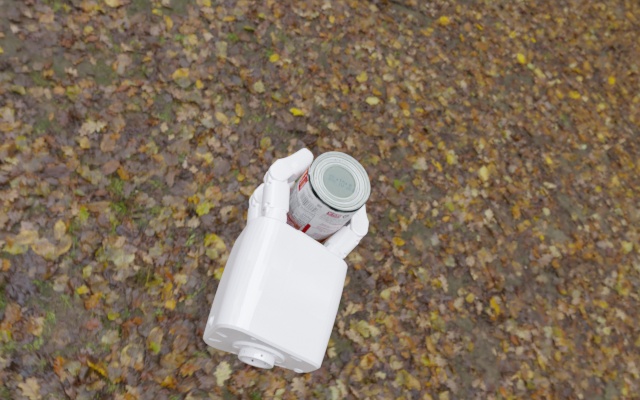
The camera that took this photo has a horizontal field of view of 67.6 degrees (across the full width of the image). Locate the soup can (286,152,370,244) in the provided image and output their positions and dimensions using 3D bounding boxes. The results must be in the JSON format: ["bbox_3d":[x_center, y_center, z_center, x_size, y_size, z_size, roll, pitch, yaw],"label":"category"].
[{"bbox_3d":[0.000,0.001,0.504,0.068,0.068,0.102,0,-25,-25],"label":"soup can"}]
